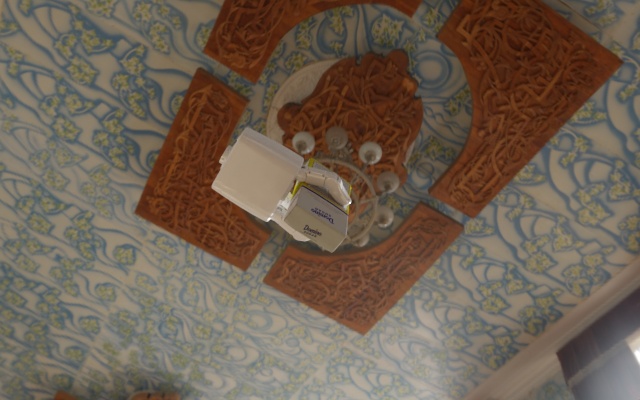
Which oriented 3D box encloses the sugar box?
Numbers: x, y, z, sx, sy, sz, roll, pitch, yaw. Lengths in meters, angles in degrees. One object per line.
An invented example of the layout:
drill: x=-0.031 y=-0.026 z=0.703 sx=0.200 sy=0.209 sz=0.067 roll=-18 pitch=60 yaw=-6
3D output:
sugar box: x=0.000 y=0.003 z=0.784 sx=0.093 sy=0.048 sz=0.176 roll=33 pitch=29 yaw=-10
